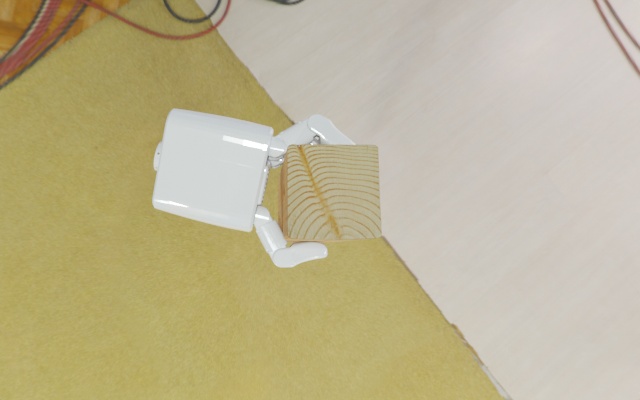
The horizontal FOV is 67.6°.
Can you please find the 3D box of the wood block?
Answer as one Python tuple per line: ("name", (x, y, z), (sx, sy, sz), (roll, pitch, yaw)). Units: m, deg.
("wood block", (0.000, 0.002, 0.545), (0.090, 0.091, 0.206), (0, -5, -7))
